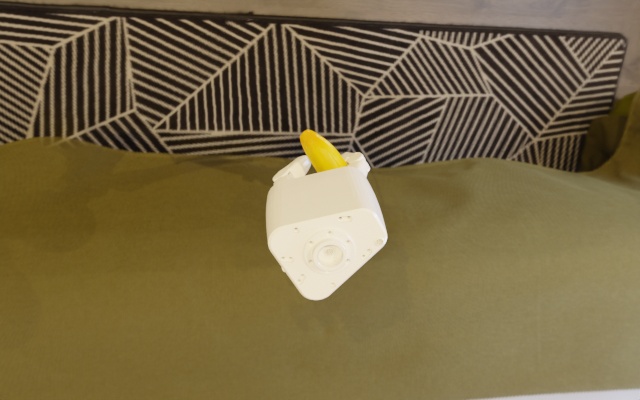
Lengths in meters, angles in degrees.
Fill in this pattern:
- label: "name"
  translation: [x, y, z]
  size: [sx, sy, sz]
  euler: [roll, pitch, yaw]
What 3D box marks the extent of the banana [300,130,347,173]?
- label: "banana"
  translation: [0.019, 0.004, 0.604]
  size: [0.069, 0.198, 0.037]
  euler: [-4, 28, 5]
